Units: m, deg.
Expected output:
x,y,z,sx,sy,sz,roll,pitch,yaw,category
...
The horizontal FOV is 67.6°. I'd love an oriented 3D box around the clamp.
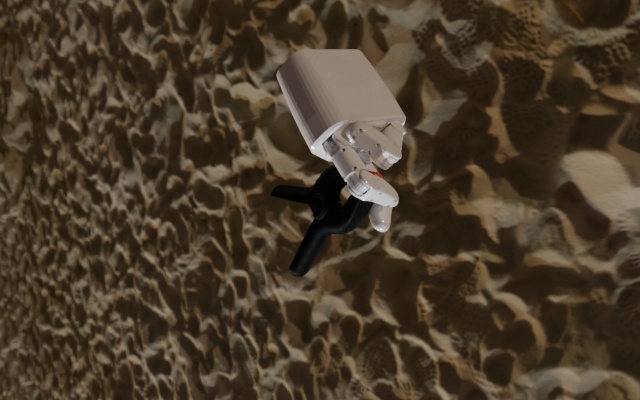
x,y,z,sx,sy,sz,roll,pitch,yaw,category
0.000,0.002,0.564,0.039,0.120,0.171,-2,-32,-49,clamp
